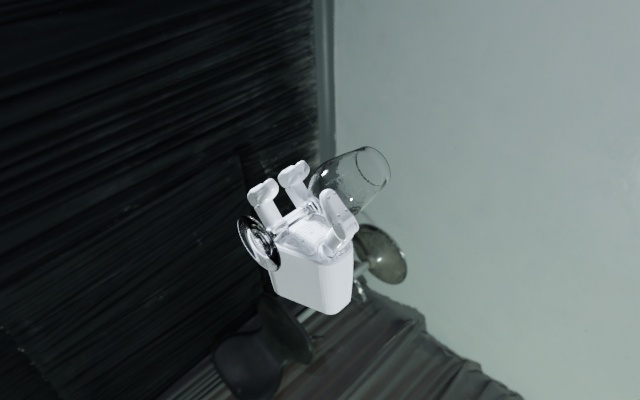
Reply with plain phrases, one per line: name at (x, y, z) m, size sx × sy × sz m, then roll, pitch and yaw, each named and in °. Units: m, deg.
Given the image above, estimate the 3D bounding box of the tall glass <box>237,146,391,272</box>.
tall glass at (0.000, 0.002, 0.588) m, size 0.201 × 0.079 × 0.079 m, roll -34°, pitch 19°, yaw -31°
